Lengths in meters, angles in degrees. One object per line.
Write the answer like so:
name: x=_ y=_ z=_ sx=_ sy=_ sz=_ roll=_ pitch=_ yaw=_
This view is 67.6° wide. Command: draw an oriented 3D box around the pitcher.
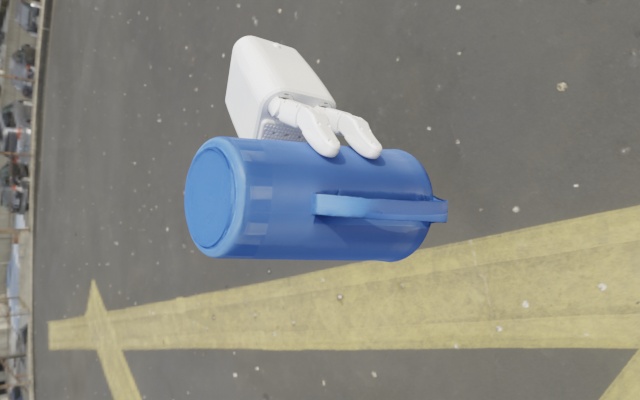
pitcher: x=0.000 y=0.001 z=0.485 sx=0.243 sy=0.145 sz=0.149 roll=2 pitch=-41 yaw=-40
